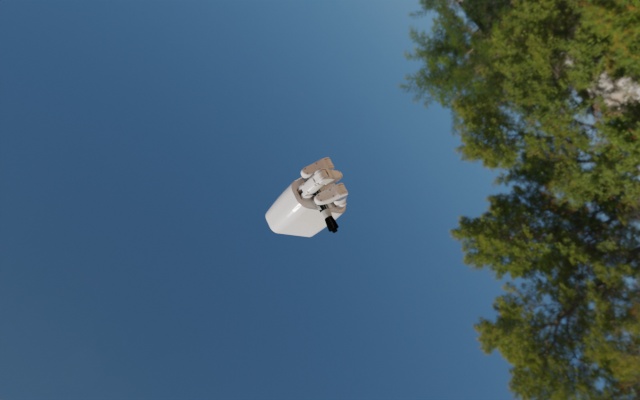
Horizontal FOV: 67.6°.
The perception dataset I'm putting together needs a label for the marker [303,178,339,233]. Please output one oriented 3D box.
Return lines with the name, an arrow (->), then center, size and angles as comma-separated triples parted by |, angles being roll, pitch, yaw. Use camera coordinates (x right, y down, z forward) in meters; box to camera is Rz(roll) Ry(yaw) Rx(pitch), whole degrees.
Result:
marker -> 0.000, 0.003, 0.839 | 0.020, 0.121, 0.020 | -24, -18, -8
